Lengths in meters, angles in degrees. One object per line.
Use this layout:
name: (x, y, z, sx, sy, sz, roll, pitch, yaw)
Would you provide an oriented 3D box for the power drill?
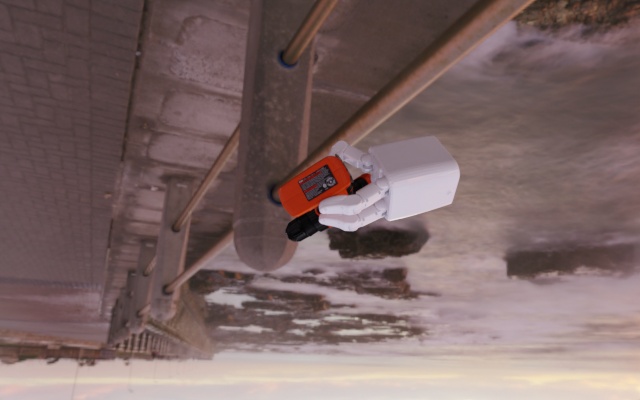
power drill: (0.000, 0.002, 0.766, 0.184, 0.057, 0.188, -34, -16, 7)
